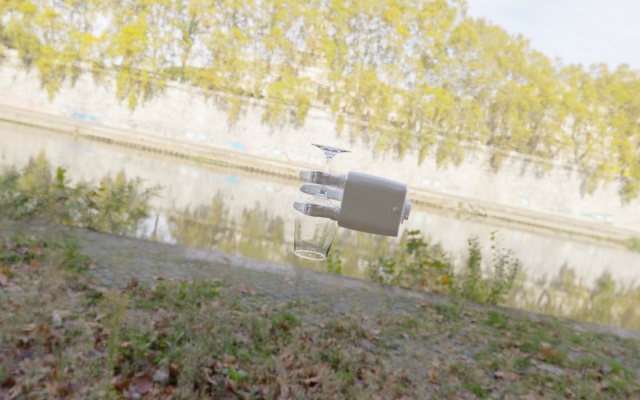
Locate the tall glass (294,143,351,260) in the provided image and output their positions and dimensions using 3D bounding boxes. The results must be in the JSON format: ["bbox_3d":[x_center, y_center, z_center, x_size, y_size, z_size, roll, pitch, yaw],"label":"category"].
[{"bbox_3d":[0.000,0.002,0.859,0.079,0.201,0.079,11,4,-1],"label":"tall glass"}]
